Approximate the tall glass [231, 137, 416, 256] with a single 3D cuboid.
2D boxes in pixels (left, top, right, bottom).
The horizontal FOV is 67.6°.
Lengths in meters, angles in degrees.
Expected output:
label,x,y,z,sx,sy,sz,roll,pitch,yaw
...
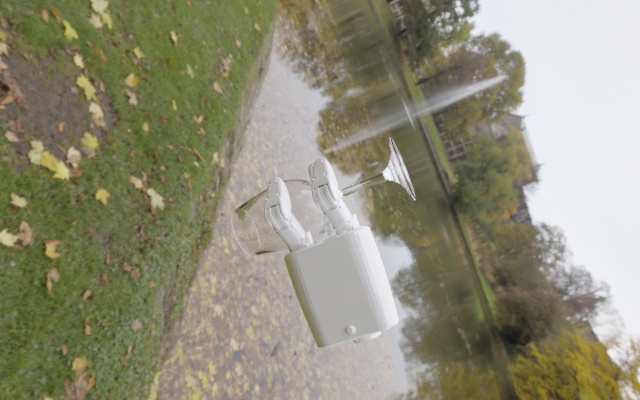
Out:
label,x,y,z,sx,sy,sz,roll,pitch,yaw
tall glass,0.001,0.001,0.541,0.201,0.079,0.079,-22,-6,15
